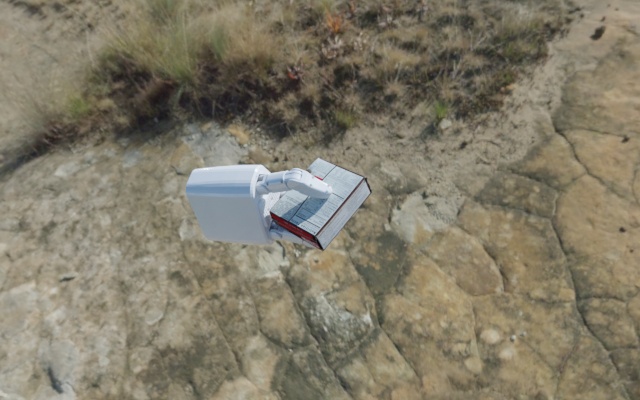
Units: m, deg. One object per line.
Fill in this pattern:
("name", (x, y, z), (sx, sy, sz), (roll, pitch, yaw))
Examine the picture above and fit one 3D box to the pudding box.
("pudding box", (0.000, 0.002, 0.646), (0.090, 0.113, 0.039), (27, -22, 35))
